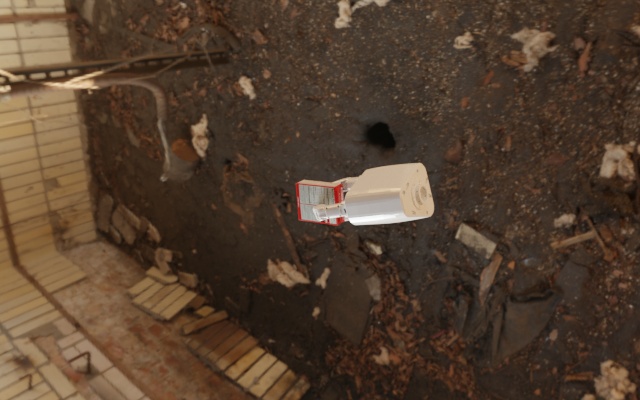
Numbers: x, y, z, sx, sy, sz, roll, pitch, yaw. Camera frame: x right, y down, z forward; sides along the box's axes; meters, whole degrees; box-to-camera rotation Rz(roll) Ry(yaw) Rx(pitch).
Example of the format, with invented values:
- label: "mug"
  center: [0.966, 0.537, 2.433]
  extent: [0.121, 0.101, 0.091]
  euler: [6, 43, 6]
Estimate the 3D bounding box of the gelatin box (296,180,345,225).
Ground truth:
- label: "gelatin box"
  center: [0.000, 0.003, 0.879]
  extent: [0.089, 0.073, 0.030]
  euler: [6, 20, 31]
